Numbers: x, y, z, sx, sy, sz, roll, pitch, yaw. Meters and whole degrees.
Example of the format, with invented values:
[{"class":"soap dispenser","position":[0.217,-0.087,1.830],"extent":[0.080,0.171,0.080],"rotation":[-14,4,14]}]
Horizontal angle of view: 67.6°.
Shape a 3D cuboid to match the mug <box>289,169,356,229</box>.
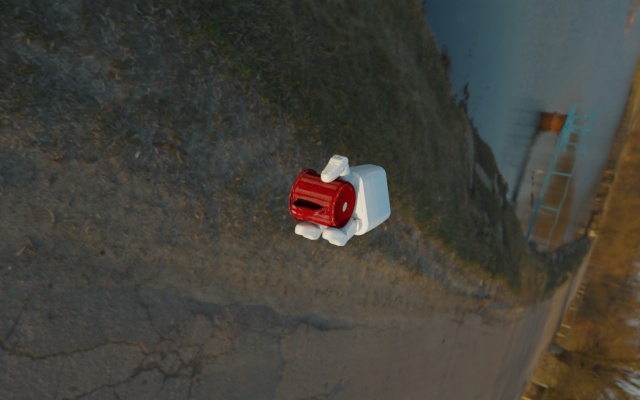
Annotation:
[{"class":"mug","position":[0.000,0.003,0.791],"extent":[0.081,0.093,0.117],"rotation":[15,21,30]}]
